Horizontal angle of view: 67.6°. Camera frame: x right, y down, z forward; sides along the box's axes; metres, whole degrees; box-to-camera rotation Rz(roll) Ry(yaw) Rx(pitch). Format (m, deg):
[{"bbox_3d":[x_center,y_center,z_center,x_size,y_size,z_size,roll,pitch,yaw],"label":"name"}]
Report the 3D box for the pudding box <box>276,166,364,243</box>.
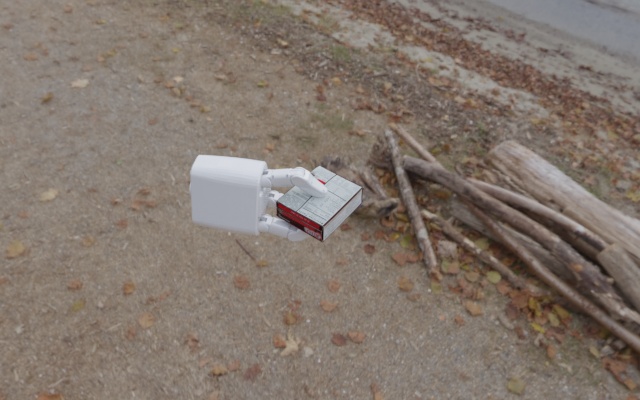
[{"bbox_3d":[0.000,0.002,0.736,0.090,0.039,0.113,29,51,24],"label":"pudding box"}]
